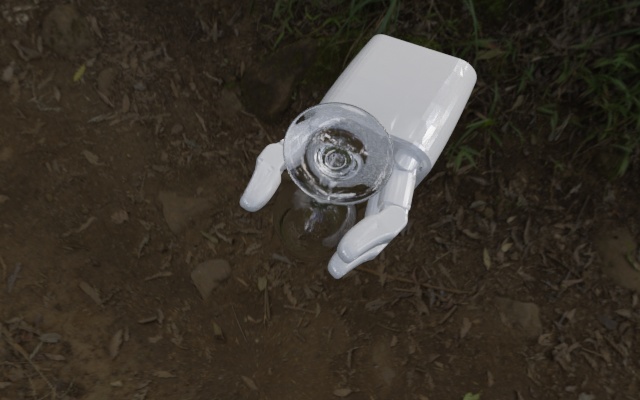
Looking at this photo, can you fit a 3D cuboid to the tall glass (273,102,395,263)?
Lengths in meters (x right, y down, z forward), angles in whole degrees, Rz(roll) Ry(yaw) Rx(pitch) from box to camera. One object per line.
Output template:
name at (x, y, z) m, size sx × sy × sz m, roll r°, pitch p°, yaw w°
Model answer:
tall glass at (0.000, 0.001, 0.404) m, size 0.079 × 0.079 × 0.201 m, roll 0°, pitch -20°, yaw -8°
